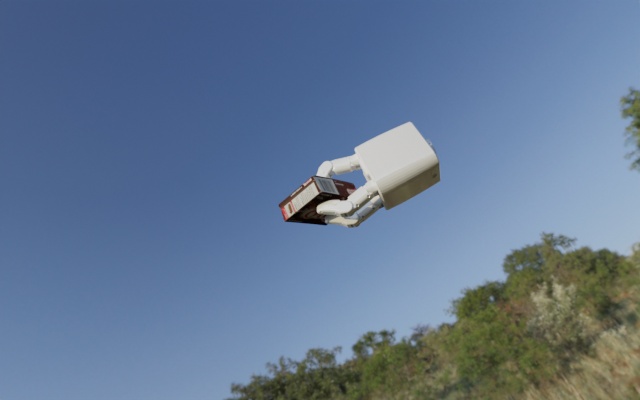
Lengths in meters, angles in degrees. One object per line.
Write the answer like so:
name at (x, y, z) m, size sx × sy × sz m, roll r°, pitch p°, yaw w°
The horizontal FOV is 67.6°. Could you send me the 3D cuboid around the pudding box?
pudding box at (0.000, 0.002, 0.801) m, size 0.090 × 0.039 × 0.113 m, roll -40°, pitch -31°, yaw 29°
